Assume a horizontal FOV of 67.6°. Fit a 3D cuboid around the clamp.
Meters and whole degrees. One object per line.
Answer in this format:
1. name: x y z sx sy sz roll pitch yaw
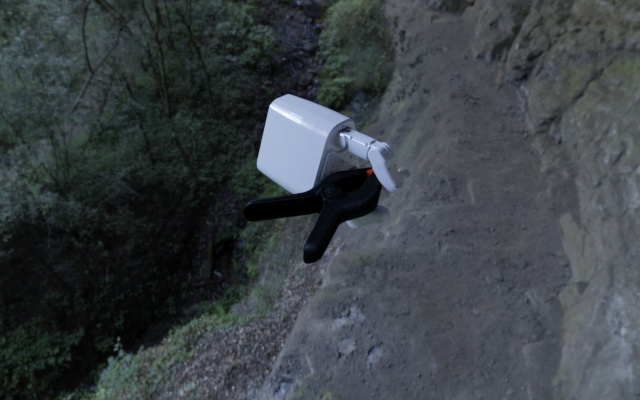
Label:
1. clamp: 0.000 0.001 0.547 0.120 0.039 0.171 28 43 30
